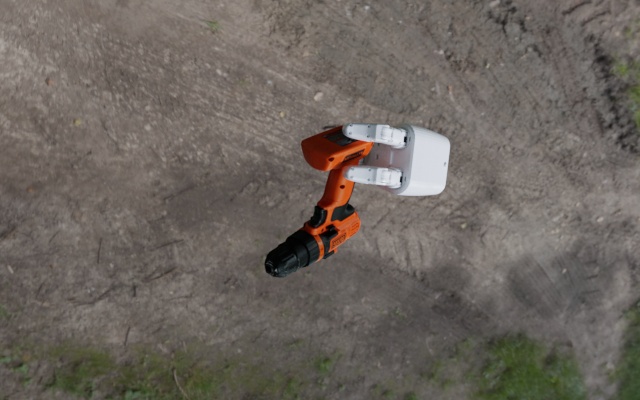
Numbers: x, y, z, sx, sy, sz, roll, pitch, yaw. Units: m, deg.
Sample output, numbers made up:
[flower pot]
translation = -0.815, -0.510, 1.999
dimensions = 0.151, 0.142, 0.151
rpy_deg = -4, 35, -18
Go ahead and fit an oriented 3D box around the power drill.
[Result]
[power drill]
translation = 0.000, 0.002, 0.648
dimensions = 0.057, 0.188, 0.184
rpy_deg = 30, 38, 26
